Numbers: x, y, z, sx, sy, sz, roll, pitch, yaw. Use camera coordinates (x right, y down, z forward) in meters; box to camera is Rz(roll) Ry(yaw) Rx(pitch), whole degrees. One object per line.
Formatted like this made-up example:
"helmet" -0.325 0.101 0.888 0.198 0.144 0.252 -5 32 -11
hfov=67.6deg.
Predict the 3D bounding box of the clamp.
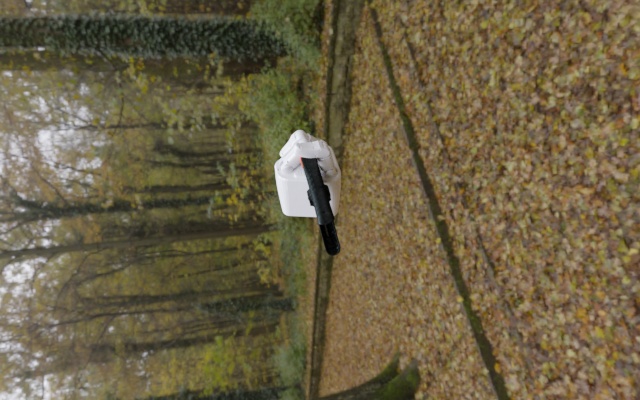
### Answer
"clamp" -0.001 0.002 0.768 0.039 0.171 0.120 -9 -40 -4
